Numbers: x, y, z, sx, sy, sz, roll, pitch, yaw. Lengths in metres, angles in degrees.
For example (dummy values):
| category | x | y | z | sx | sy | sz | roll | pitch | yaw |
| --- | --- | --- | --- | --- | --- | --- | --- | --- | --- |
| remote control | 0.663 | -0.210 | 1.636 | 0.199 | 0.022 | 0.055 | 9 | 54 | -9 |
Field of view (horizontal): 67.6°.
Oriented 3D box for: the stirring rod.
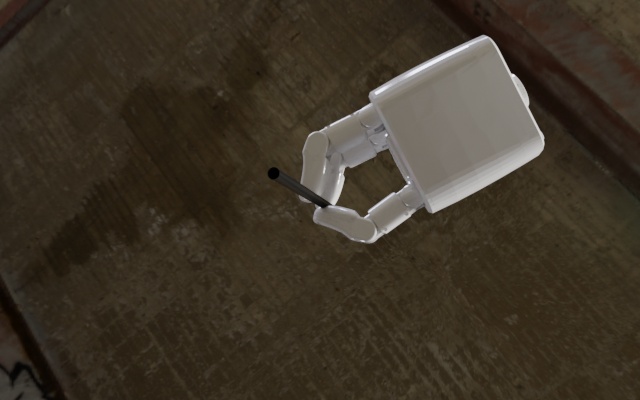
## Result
| category | x | y | z | sx | sy | sz | roll | pitch | yaw |
| --- | --- | --- | --- | --- | --- | --- | --- | --- | --- |
| stirring rod | 0.000 | 0.001 | 0.414 | 0.011 | 0.011 | 0.239 | 0 | -9 | 14 |
